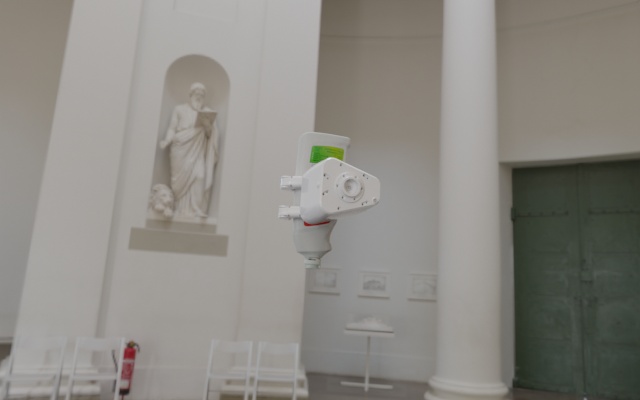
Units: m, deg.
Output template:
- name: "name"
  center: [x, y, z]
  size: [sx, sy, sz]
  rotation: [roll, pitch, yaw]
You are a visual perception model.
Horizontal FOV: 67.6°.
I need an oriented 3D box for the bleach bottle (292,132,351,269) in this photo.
- name: "bleach bottle"
  center: [0.000, 0.003, 0.898]
  size: [0.102, 0.250, 0.068]
  rotation: [6, -11, -17]
